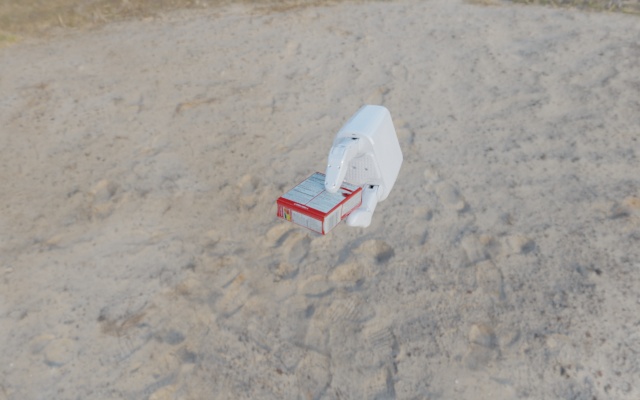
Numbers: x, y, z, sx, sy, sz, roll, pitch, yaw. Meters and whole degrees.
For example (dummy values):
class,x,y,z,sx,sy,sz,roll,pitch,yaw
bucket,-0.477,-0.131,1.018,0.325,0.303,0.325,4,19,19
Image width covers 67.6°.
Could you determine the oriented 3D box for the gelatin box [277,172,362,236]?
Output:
class,x,y,z,sx,sy,sz,roll,pitch,yaw
gelatin box,0.000,0.002,0.602,0.073,0.030,0.089,20,36,29
